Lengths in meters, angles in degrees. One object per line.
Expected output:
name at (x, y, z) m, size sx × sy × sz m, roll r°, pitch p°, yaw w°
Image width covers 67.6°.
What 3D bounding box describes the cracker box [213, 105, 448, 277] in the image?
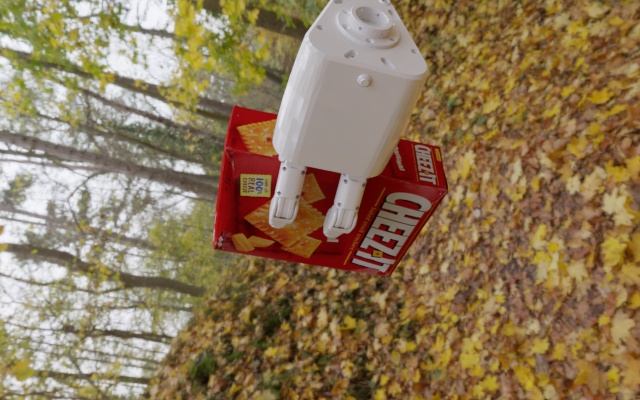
cracker box at (0.000, 0.001, 0.507) m, size 0.214 × 0.072 × 0.164 m, roll 11°, pitch -41°, yaw -10°
